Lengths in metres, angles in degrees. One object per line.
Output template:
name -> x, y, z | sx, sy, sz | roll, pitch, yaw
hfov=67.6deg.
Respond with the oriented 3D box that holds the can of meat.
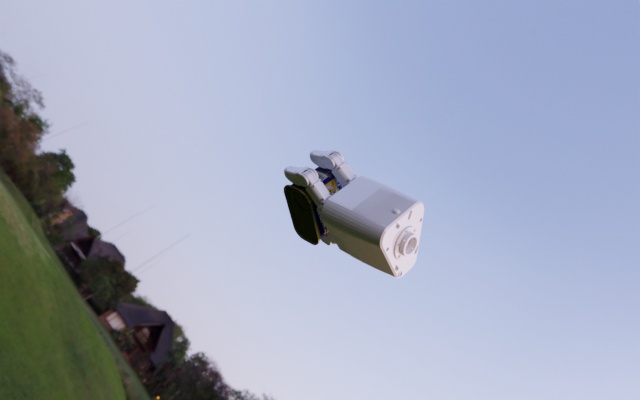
can of meat -> 0.000, 0.002, 0.729 | 0.084, 0.102, 0.057 | -35, 40, -30
